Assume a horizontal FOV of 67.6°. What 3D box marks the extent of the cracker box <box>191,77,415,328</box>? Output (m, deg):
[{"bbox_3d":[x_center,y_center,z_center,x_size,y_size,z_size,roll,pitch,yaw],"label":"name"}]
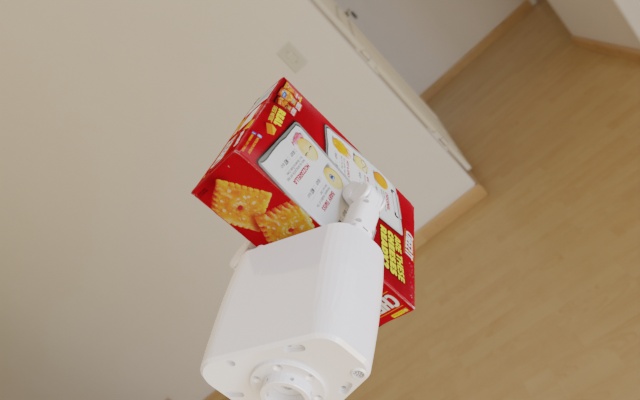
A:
[{"bbox_3d":[0.000,0.001,0.472,0.072,0.214,0.164,-36,21,30],"label":"cracker box"}]
